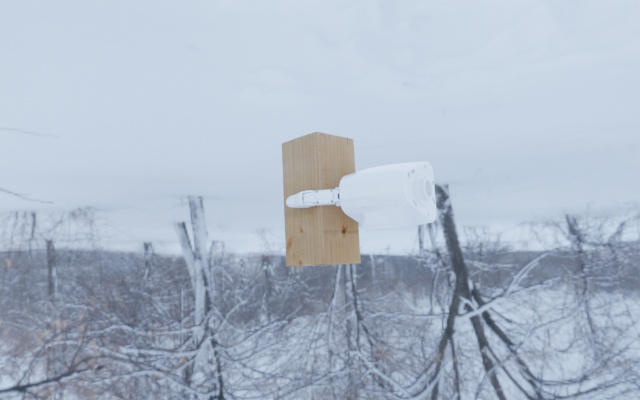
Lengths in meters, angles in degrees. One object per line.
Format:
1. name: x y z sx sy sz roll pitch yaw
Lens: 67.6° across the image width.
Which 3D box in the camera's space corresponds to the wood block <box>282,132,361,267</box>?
1. wood block: 0.000 0.003 0.784 0.091 0.206 0.090 5 -10 -43
